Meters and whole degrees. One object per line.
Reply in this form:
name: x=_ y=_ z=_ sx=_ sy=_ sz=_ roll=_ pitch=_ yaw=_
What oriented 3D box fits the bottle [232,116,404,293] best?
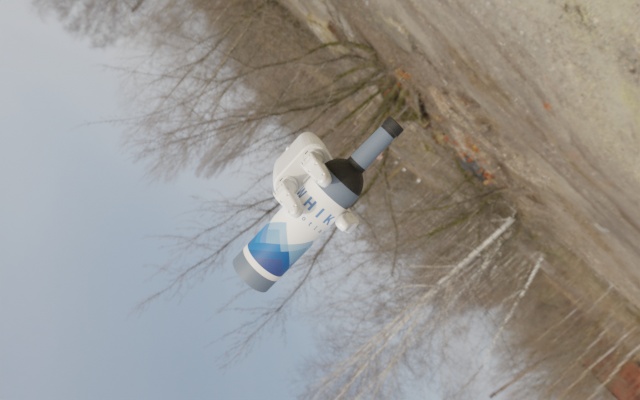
bottle: x=0.000 y=0.002 z=0.655 sx=0.069 sy=0.296 sz=0.069 roll=42 pitch=10 yaw=-9
